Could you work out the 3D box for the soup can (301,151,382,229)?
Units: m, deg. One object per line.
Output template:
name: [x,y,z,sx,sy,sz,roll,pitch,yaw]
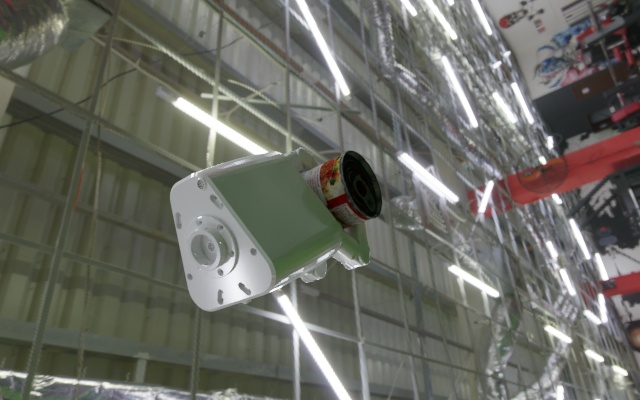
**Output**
soup can: [0.000,0.001,0.473,0.102,0.068,0.068,-23,-13,31]
